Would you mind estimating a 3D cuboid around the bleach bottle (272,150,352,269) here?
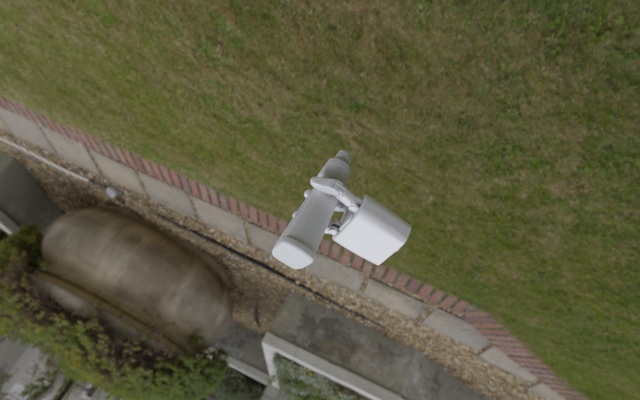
[{"bbox_3d":[0.000,0.003,0.894,0.068,0.250,0.102,33,-28,-9],"label":"bleach bottle"}]
